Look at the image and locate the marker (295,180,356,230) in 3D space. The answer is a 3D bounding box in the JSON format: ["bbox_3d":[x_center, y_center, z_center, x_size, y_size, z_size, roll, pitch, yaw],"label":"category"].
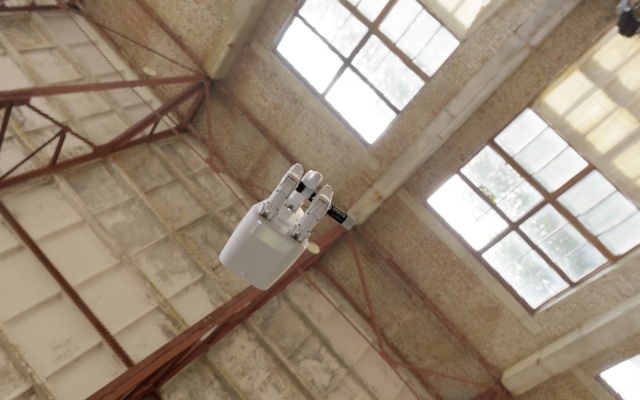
[{"bbox_3d":[0.000,0.002,0.721,0.121,0.020,0.020,36,-6,-7],"label":"marker"}]
